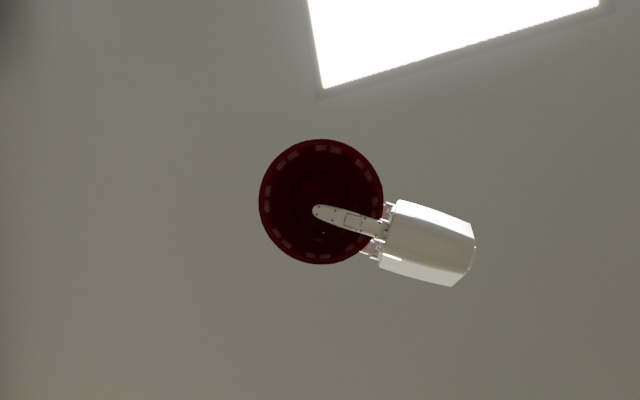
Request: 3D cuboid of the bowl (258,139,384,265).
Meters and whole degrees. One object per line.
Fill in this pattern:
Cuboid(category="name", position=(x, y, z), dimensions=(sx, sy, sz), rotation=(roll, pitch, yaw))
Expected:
Cuboid(category="bowl", position=(-0.001, 0.001, 0.636), dimensions=(0.162, 0.162, 0.055), rotation=(0, -1, -3))
